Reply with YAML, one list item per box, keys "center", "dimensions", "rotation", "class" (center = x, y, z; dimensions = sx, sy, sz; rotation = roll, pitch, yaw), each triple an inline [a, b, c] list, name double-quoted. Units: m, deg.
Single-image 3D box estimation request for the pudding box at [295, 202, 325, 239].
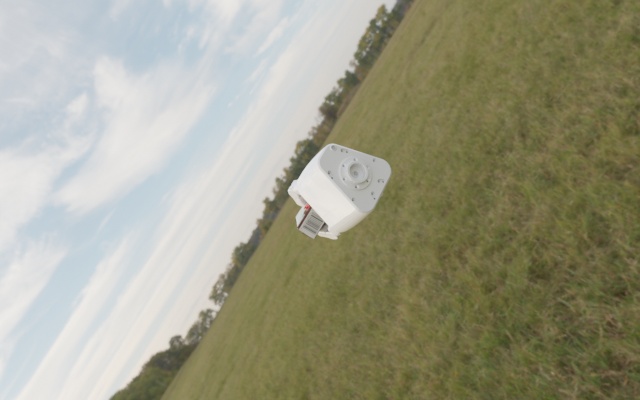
- center: [0.000, 0.003, 0.825]
  dimensions: [0.039, 0.113, 0.090]
  rotation: [33, 5, -8]
  class: "pudding box"
